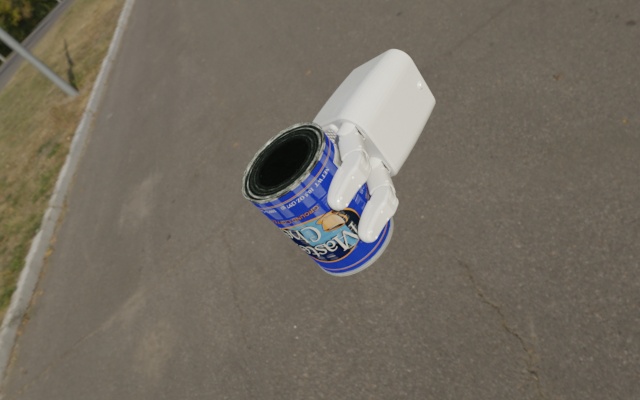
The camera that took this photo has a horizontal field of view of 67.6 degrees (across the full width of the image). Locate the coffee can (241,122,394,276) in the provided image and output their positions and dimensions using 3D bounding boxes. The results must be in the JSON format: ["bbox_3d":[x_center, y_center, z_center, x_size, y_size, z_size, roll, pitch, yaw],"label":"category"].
[{"bbox_3d":[0.000,0.002,0.510,0.103,0.102,0.140,0,-36,44],"label":"coffee can"}]
